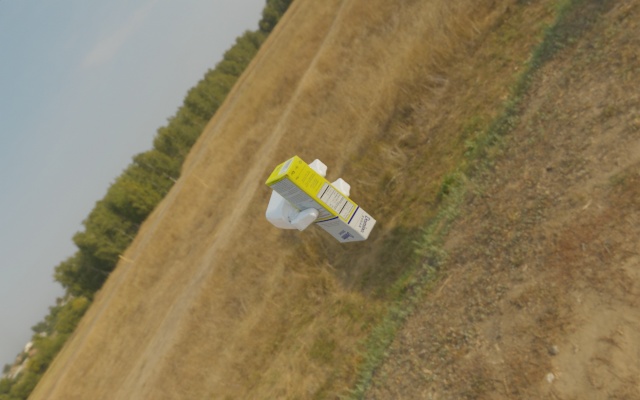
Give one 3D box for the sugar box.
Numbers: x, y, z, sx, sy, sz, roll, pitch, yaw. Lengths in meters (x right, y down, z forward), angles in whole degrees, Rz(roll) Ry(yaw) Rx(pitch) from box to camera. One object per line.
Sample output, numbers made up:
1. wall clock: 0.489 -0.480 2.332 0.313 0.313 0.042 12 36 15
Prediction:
1. sugar box: 0.000 0.002 0.803 0.176 0.048 0.093 37 -21 -17
